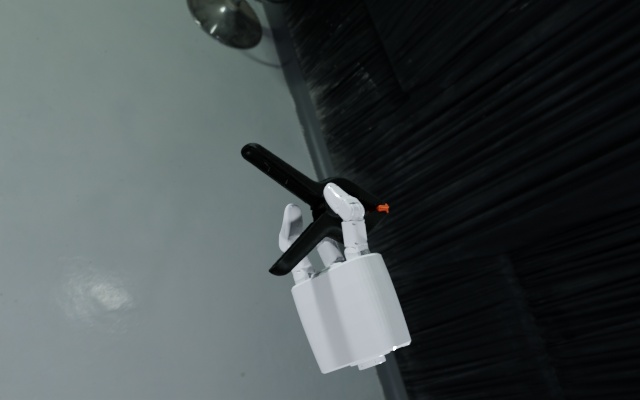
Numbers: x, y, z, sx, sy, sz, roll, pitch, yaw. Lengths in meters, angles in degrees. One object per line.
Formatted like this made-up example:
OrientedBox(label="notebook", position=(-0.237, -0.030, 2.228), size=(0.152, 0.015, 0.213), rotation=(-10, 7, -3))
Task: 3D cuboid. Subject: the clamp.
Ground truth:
OrientedBox(label="clamp", position=(0.001, 0.002, 0.593), size=(0.210, 0.164, 0.036), rotation=(-4, -25, -42))
